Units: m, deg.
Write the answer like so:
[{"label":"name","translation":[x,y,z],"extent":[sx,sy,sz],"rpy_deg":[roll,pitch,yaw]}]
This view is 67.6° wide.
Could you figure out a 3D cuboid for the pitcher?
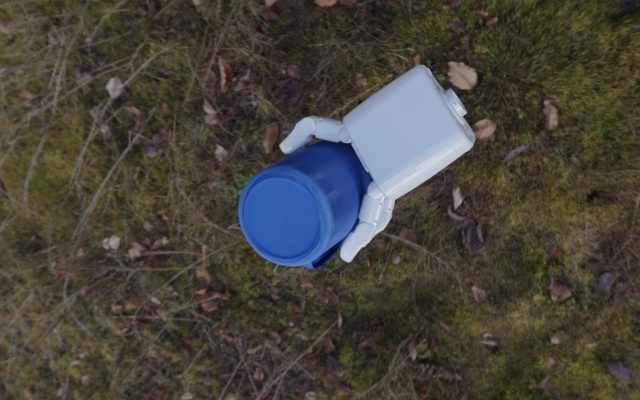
[{"label":"pitcher","translation":[0.000,0.002,0.596],"extent":[0.145,0.149,0.242],"rpy_deg":[-33,0,24]}]
